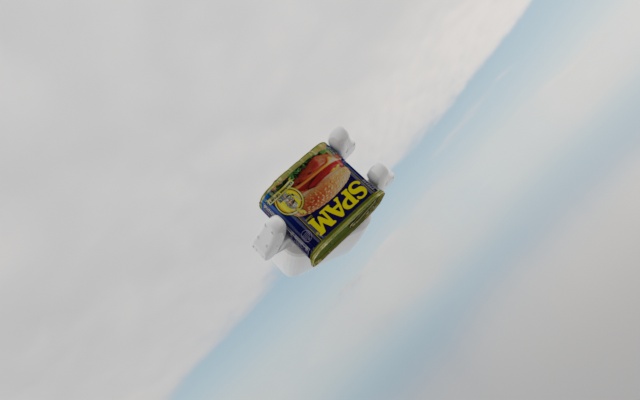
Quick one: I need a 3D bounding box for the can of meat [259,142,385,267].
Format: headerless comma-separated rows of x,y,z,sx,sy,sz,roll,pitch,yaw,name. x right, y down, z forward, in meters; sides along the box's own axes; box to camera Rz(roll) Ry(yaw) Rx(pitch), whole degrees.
0.000,0.001,0.489,0.102,0.084,0.057,-42,-14,-19,can of meat
